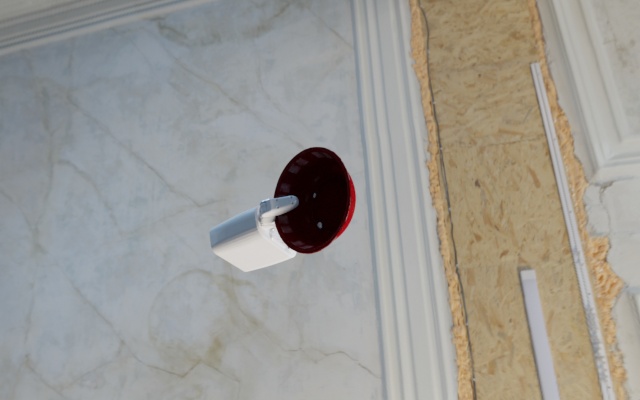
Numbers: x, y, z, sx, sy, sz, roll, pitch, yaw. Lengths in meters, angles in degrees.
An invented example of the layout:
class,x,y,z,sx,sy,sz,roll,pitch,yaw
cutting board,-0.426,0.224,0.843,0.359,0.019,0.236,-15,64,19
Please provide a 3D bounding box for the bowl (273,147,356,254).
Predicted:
class,x,y,z,sx,sy,sz,roll,pitch,yaw
bowl,0.001,0.002,0.728,0.162,0.162,0.055,0,-8,44
